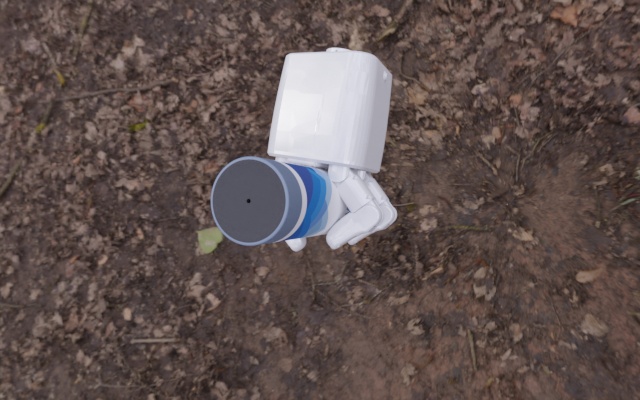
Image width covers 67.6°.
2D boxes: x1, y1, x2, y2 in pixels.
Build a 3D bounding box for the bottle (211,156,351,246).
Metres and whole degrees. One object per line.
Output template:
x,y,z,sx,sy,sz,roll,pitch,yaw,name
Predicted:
0.000,0.002,0.489,0.069,0.069,0.296,0,0,21,bottle
